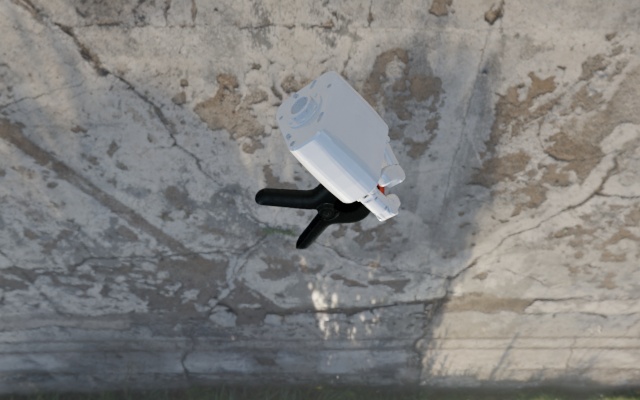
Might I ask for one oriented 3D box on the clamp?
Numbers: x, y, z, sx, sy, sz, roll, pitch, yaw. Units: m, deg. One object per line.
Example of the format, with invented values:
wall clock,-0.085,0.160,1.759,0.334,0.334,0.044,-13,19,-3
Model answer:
clamp,0.000,0.003,0.639,0.171,0.039,0.120,-28,-49,27
